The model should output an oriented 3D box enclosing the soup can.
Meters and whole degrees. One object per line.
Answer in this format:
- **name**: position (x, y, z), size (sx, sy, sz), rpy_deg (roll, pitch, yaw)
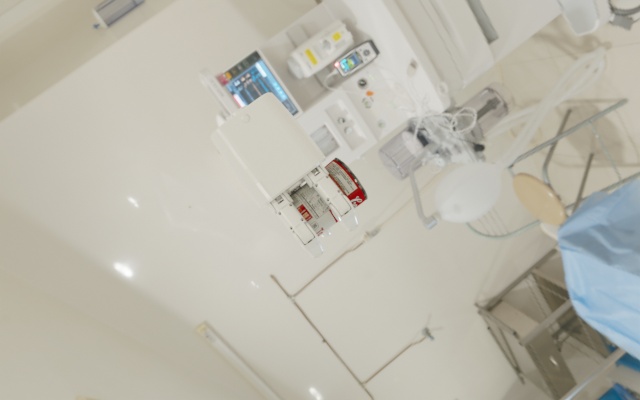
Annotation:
- **soup can**: position (0.000, 0.003, 0.611), size (0.102, 0.068, 0.068), rpy_deg (-38, 5, -6)
